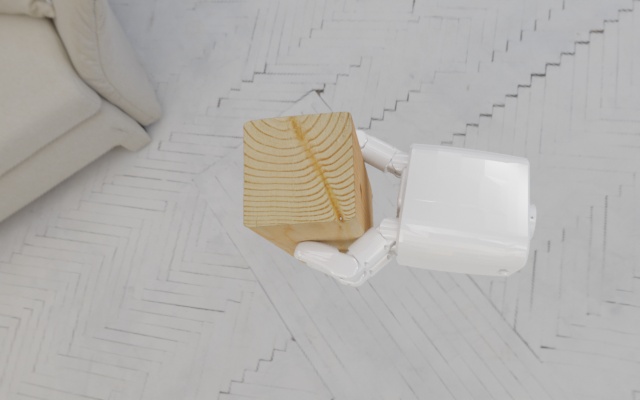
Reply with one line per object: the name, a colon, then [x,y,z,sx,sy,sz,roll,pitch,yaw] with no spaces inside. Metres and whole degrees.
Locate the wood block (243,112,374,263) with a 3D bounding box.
wood block: [0.000,0.001,0.466,0.090,0.090,0.206,-4,-16,9]
